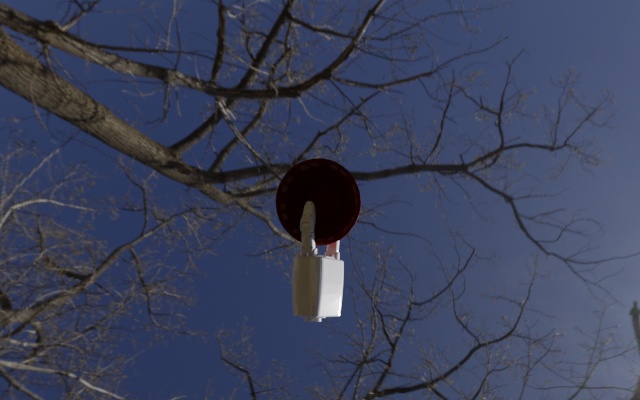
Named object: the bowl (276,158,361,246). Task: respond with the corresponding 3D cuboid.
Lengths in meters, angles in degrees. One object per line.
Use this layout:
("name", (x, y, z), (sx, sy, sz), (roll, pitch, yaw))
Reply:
("bowl", (0.001, 0.002, 0.899), (0.162, 0.162, 0.055), (0, 0, 14))
